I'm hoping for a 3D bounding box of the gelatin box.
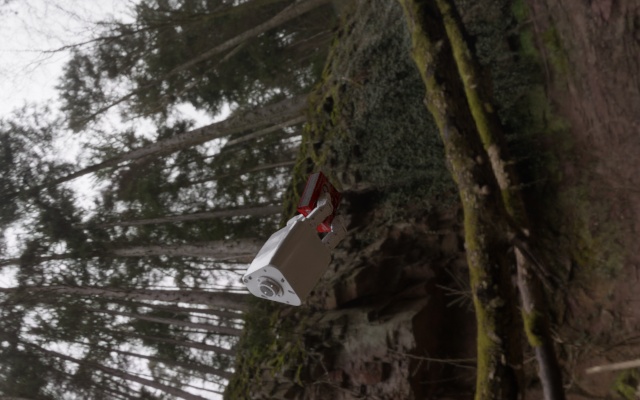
[{"bbox_3d":[0.000,0.003,0.886,0.030,0.089,0.073,-13,-47,36],"label":"gelatin box"}]
